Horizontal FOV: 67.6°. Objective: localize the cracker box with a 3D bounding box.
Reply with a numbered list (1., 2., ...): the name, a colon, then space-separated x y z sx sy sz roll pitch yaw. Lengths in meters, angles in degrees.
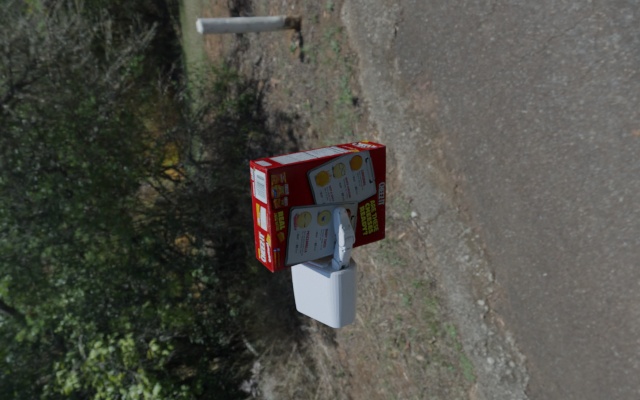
1. cracker box: 0.000 0.003 0.755 0.213 0.164 0.072 -14 23 -29
